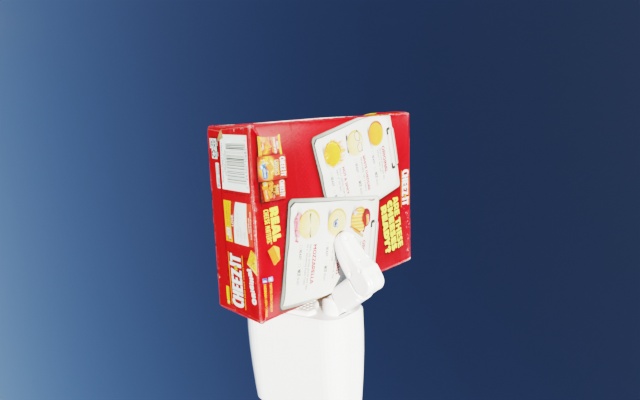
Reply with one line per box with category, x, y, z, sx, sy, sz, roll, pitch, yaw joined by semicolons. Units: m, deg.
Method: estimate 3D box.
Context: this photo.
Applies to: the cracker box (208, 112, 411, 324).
cracker box;0.000;0.002;0.466;0.072;0.164;0.213;9;16;43
